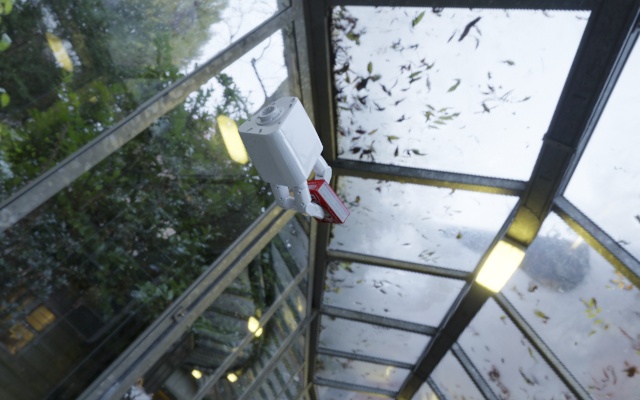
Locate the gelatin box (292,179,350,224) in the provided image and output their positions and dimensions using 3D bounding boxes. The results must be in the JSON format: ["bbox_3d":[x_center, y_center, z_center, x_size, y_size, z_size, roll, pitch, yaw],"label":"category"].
[{"bbox_3d":[0.001,0.003,0.860,0.073,0.030,0.089,0,-44,50],"label":"gelatin box"}]
